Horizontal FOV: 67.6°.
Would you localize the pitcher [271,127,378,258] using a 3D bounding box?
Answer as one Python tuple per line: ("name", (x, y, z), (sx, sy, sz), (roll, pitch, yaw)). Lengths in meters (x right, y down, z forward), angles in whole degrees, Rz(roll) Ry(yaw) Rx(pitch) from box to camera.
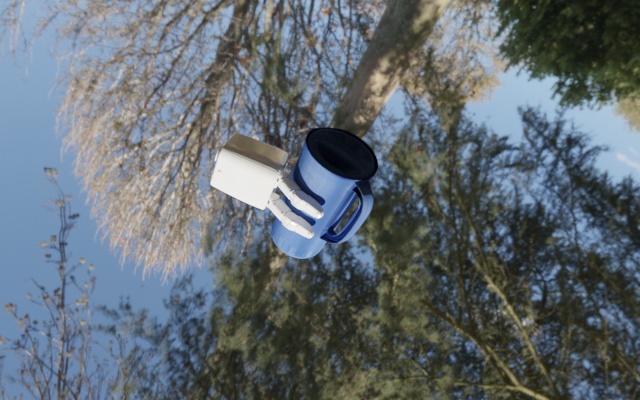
("pitcher", (0.000, 0.003, 0.866), (0.145, 0.243, 0.149), (24, 40, -5))
